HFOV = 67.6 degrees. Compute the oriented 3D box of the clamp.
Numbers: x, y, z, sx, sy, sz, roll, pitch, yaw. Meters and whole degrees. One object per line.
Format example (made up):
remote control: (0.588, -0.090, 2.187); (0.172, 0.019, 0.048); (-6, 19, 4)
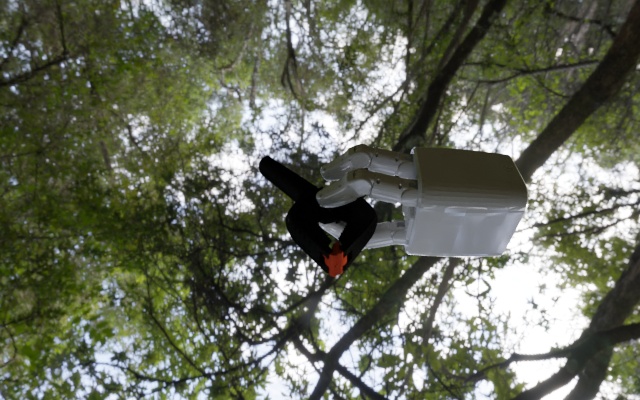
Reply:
clamp: (0.000, 0.003, 0.525); (0.164, 0.036, 0.209); (1, 34, 4)
